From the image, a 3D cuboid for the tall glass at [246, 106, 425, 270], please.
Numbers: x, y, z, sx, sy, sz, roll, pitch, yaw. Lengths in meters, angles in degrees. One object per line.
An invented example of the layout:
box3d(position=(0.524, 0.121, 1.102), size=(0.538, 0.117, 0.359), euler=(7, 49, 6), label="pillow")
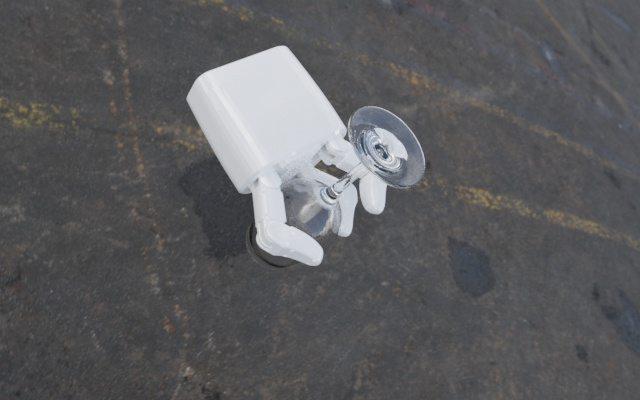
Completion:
box3d(position=(0.000, 0.001, 0.440), size=(0.079, 0.079, 0.201), euler=(0, -27, -36), label="tall glass")
